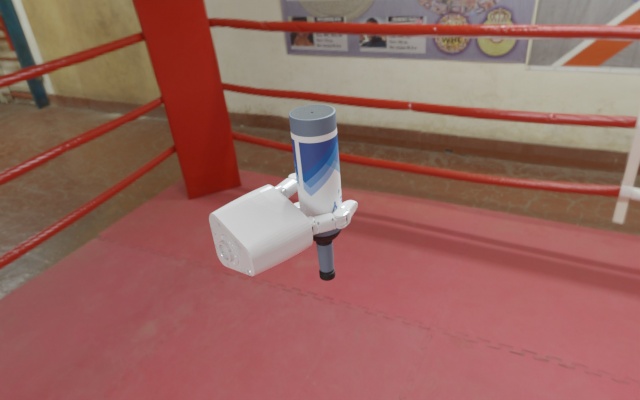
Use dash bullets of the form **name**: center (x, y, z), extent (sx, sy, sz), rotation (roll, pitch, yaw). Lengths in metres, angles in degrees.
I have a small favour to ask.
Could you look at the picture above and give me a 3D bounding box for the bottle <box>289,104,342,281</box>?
- **bottle**: center (0.000, 0.002, 0.744), extent (0.069, 0.296, 0.069), rotation (-4, 30, 2)
